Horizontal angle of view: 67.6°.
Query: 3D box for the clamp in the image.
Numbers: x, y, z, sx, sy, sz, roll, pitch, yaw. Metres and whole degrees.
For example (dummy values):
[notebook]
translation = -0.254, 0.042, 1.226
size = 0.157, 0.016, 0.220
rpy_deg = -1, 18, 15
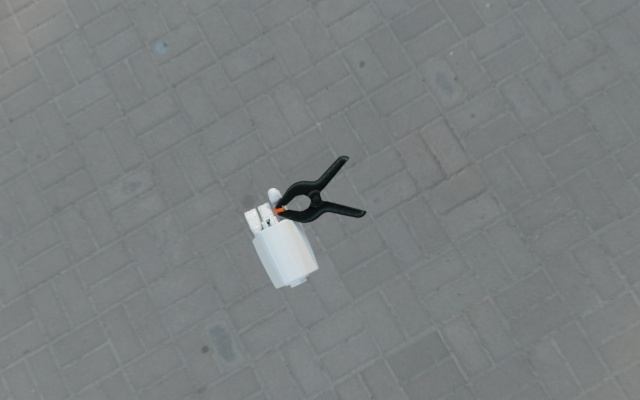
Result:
[clamp]
translation = 0.000, 0.003, 0.898
size = 0.171, 0.120, 0.039
rpy_deg = -27, -4, 1
